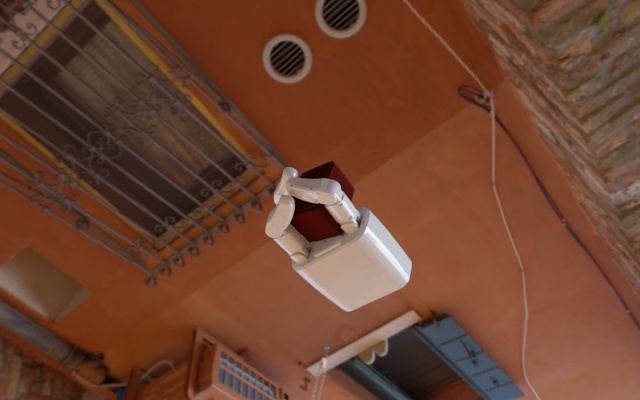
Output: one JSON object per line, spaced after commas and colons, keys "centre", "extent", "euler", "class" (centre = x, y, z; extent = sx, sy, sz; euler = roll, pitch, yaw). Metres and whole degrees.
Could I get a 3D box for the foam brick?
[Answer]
{"centre": [0.000, 0.002, 0.581], "extent": [0.053, 0.078, 0.051], "euler": [-18, -52, 37], "class": "foam brick"}
